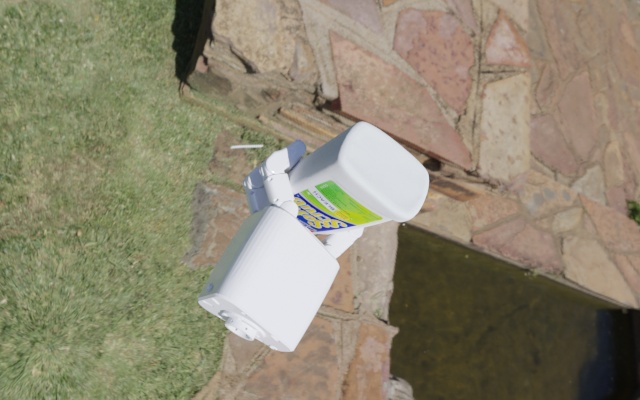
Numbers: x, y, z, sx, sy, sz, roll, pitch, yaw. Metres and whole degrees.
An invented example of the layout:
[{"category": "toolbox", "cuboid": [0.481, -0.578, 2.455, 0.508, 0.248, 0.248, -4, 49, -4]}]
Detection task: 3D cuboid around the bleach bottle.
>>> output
[{"category": "bleach bottle", "cuboid": [0.000, 0.002, 0.537, 0.102, 0.068, 0.251, 37, -29, -15]}]
